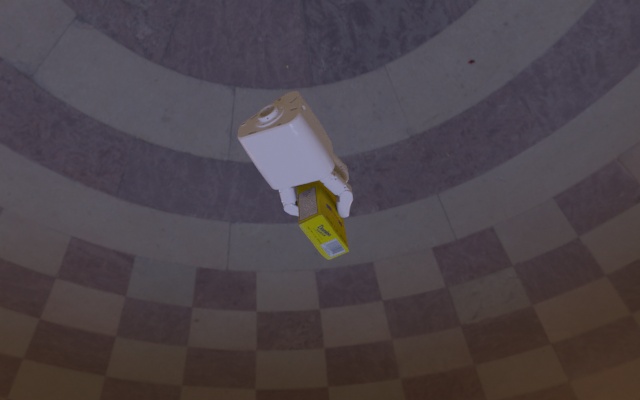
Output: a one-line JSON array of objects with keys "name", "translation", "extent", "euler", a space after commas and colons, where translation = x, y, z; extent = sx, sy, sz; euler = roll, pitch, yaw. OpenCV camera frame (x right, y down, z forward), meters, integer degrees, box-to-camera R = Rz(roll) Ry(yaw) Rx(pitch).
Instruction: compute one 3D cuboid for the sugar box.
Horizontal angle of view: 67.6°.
[{"name": "sugar box", "translation": [0.001, 0.002, 0.780], "extent": [0.048, 0.093, 0.176], "euler": [-24, 38, 16]}]
